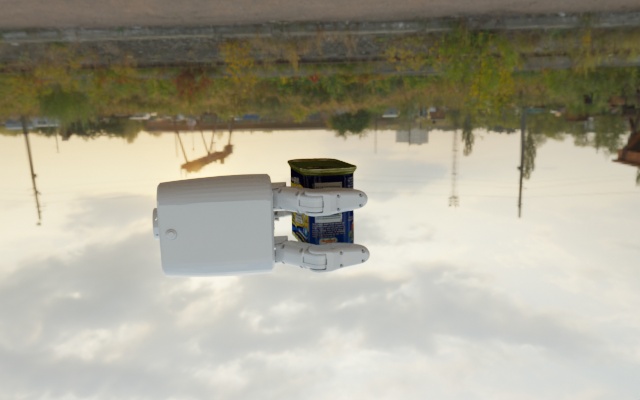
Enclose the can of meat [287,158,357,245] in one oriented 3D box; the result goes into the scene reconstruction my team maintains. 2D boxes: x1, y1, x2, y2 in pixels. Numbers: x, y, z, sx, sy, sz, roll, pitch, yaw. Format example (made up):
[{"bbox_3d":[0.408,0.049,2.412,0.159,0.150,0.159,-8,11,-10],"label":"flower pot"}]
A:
[{"bbox_3d":[0.000,0.002,0.503,0.057,0.084,0.102,-3,11,-14],"label":"can of meat"}]
